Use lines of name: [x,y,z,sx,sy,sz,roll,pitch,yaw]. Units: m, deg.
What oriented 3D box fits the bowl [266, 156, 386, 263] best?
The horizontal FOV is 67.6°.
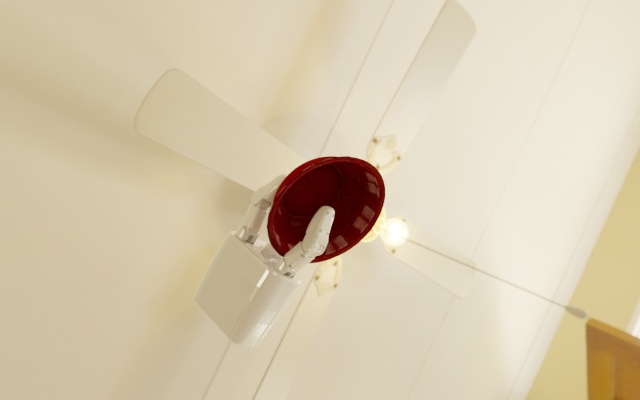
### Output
bowl: [0.001,0.001,0.610,0.162,0.162,0.055,0,34,-30]
